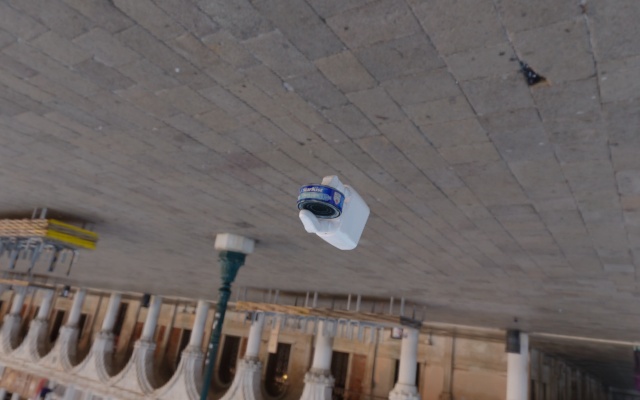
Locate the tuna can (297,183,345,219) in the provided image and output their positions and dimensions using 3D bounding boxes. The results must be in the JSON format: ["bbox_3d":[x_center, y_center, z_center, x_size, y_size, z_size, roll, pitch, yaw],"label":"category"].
[{"bbox_3d":[0.000,0.003,0.872,0.086,0.033,0.086,10,-22,4],"label":"tuna can"}]
